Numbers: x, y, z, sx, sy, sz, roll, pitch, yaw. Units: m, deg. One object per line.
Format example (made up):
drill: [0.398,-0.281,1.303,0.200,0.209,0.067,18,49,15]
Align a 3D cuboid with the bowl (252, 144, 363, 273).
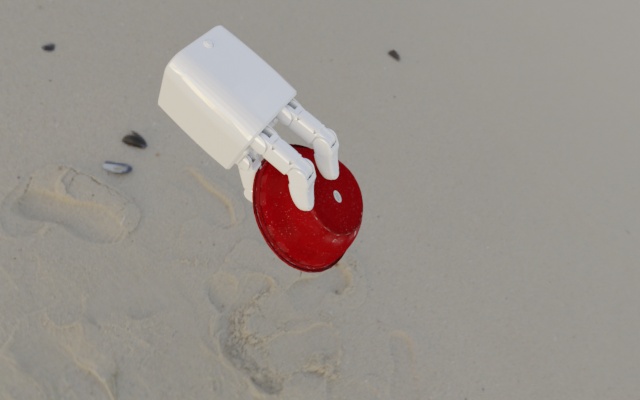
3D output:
bowl: [0.001,0.002,0.567,0.162,0.162,0.055,0,-14,-45]
